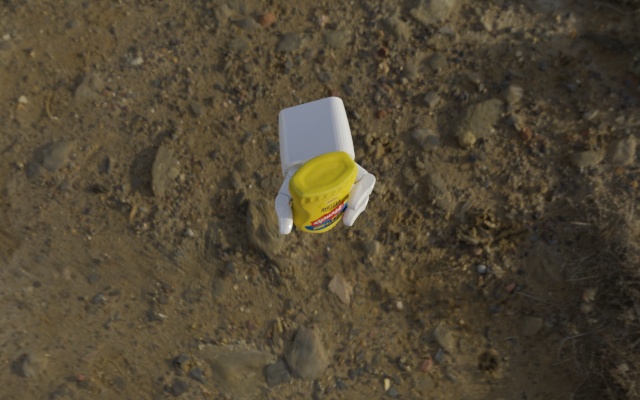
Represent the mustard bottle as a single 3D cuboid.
[{"bbox_3d":[0.000,0.003,0.722,0.096,0.058,0.192,-30,-20,-15],"label":"mustard bottle"}]
